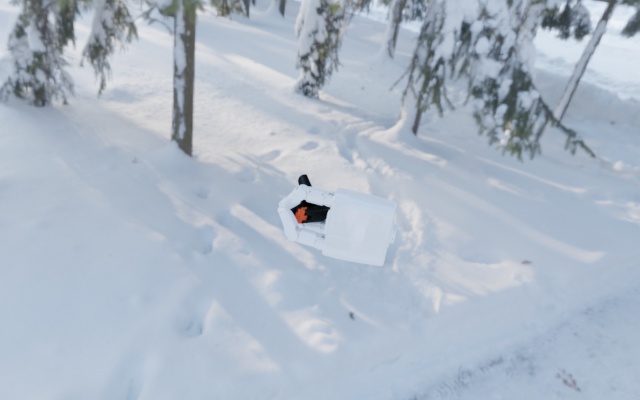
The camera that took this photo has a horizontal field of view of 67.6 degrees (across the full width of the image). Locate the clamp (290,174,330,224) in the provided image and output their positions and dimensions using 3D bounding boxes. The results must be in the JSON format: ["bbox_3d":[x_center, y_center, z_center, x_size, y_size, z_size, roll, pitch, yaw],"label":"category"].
[{"bbox_3d":[0.000,0.002,0.893,0.120,0.039,0.171,13,27,5],"label":"clamp"}]
